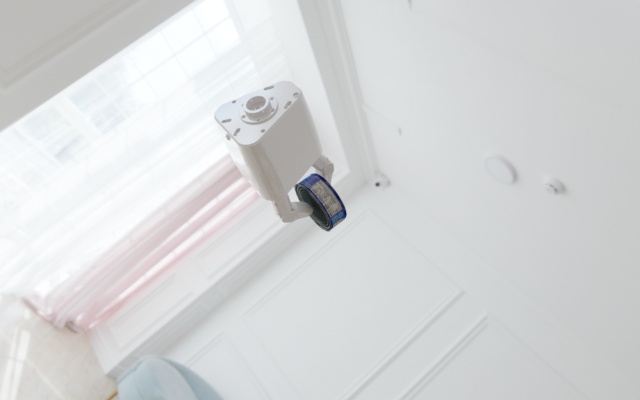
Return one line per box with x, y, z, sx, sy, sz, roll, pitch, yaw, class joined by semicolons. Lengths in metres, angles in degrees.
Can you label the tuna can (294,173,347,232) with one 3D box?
0.001;0.002;0.705;0.033;0.086;0.086;-36;11;-16;tuna can
